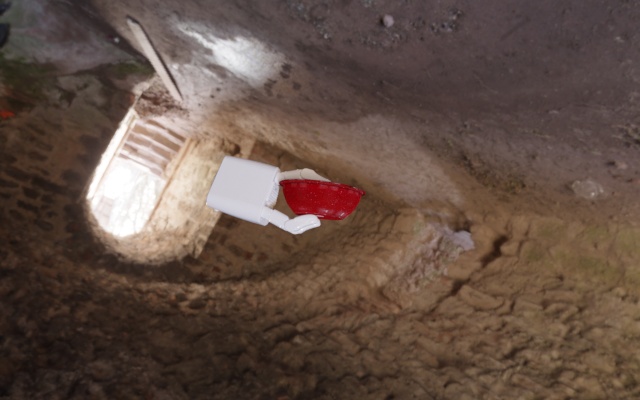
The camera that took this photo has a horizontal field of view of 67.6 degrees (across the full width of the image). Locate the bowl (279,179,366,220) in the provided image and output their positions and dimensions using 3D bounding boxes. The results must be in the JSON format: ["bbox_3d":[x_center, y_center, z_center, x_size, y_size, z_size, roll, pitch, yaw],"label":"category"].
[{"bbox_3d":[0.001,0.003,0.877,0.162,0.055,0.162,6,-8,1],"label":"bowl"}]
